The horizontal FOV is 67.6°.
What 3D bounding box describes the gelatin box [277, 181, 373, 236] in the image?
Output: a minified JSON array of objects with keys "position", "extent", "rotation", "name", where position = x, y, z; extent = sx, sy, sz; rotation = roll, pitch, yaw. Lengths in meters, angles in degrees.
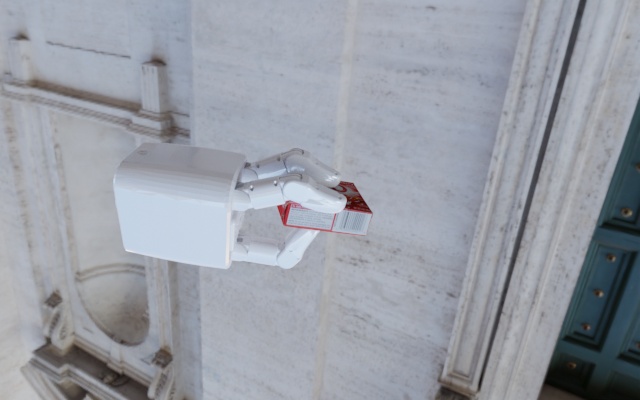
[{"position":[0.000,0.002,0.487],"extent":[0.089,0.030,0.073],"rotation":[8,24,-17],"name":"gelatin box"}]
